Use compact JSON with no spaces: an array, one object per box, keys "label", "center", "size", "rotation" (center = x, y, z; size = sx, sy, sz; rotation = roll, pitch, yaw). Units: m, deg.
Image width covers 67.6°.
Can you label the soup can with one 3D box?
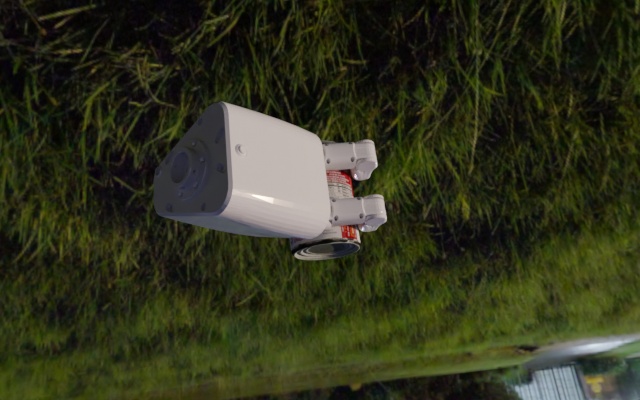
[{"label":"soup can","center":[0.000,0.002,0.471],"size":[0.068,0.102,0.068],"rotation":[-6,-19,-2]}]
